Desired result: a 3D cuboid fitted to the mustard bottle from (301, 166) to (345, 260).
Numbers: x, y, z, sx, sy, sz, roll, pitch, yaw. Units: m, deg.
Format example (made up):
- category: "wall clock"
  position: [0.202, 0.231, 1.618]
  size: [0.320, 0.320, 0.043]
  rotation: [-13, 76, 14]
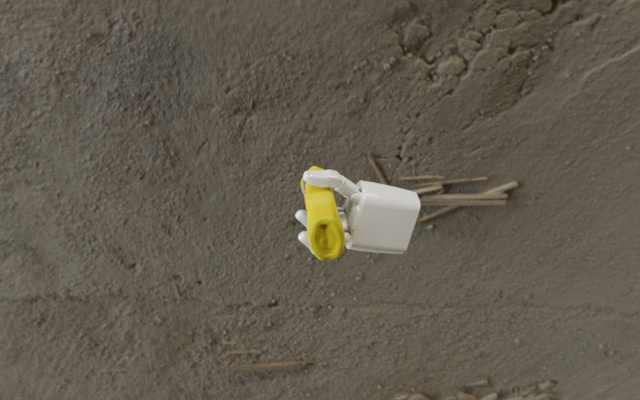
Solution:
- category: "mustard bottle"
  position: [0.000, 0.003, 0.810]
  size: [0.058, 0.096, 0.191]
  rotation: [-10, 40, 0]
